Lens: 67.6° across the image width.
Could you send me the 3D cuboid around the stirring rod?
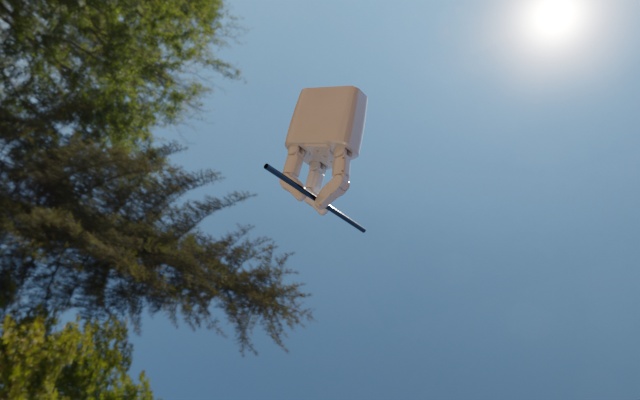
[{"bbox_3d":[0.000,0.002,0.718,0.011,0.011,0.240,0,-24,41],"label":"stirring rod"}]
